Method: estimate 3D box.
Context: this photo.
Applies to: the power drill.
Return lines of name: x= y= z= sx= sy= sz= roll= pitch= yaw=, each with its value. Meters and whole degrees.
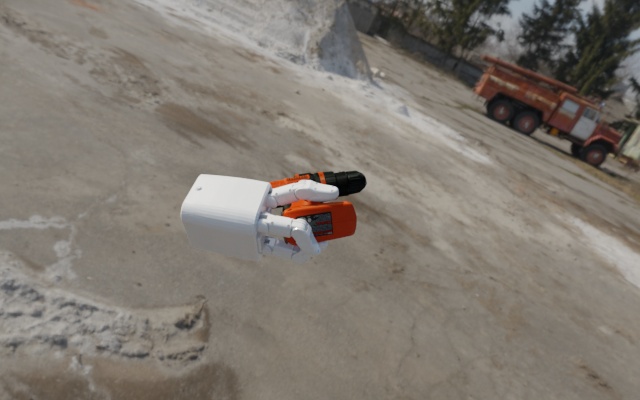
power drill: x=0.000 y=0.003 z=0.753 sx=0.184 sy=0.057 sz=0.187 roll=-11 pitch=19 yaw=-6
